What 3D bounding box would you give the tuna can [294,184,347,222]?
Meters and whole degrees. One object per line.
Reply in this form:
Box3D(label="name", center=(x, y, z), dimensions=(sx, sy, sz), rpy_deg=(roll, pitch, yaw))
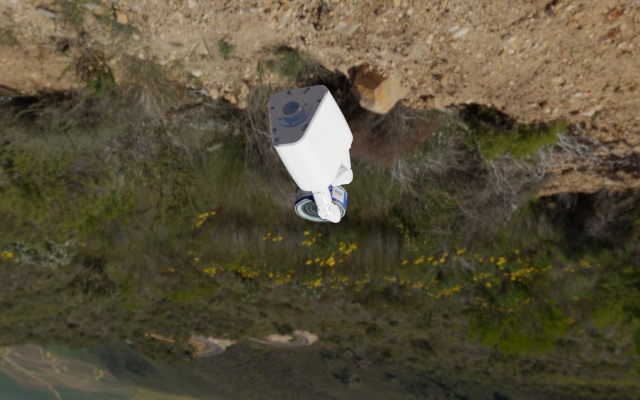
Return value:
Box3D(label="tuna can", center=(0.000, 0.003, 0.789), dimensions=(0.086, 0.033, 0.086), rpy_deg=(4, -29, 2))
